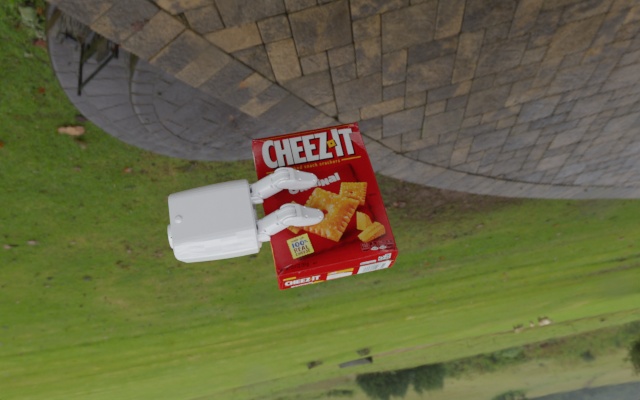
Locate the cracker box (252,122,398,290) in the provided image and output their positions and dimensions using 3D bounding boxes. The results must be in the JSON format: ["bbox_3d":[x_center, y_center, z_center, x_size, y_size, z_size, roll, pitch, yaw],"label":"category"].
[{"bbox_3d":[0.000,0.002,0.677,0.164,0.213,0.072,-10,-26,-8],"label":"cracker box"}]
